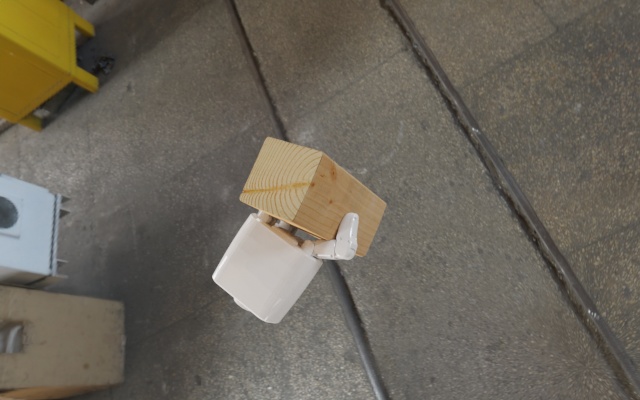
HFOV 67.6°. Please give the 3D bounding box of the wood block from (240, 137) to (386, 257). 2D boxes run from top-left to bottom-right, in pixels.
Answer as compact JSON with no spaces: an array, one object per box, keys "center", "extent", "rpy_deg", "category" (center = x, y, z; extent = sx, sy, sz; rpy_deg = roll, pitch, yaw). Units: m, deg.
[{"center":[0.000,0.003,0.650],"extent":[0.091,0.090,0.206],"rpy_deg":[20,-6,33],"category":"wood block"}]
